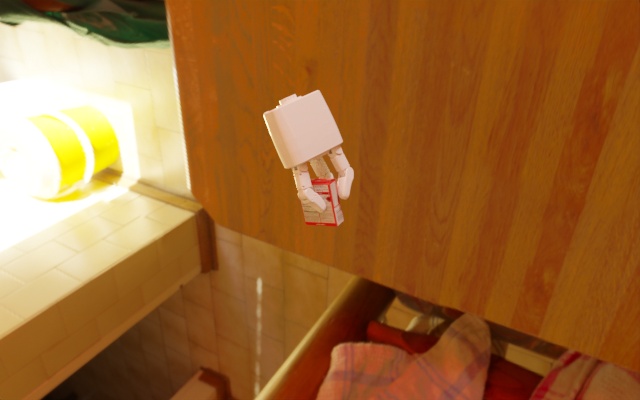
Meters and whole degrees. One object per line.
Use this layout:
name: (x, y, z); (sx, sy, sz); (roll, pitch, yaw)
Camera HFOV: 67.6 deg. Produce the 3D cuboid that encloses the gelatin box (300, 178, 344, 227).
gelatin box: (0.000, 0.003, 0.897); (0.073, 0.089, 0.030); (1, 22, 33)
